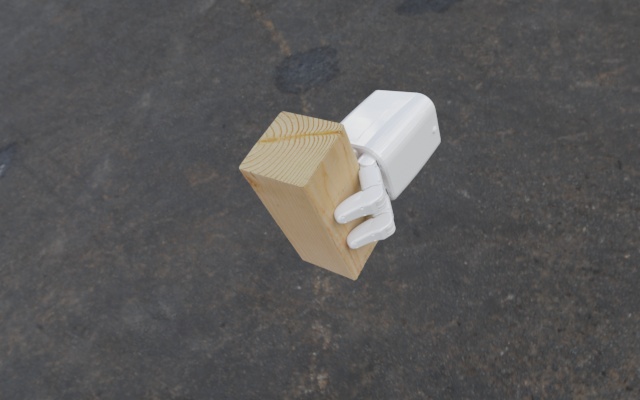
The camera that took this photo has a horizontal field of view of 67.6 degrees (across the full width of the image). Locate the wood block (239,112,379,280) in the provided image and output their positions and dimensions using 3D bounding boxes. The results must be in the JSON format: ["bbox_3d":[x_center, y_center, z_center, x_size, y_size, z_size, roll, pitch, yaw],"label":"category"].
[{"bbox_3d":[0.000,0.001,0.583,0.091,0.090,0.206,18,-27,32],"label":"wood block"}]
